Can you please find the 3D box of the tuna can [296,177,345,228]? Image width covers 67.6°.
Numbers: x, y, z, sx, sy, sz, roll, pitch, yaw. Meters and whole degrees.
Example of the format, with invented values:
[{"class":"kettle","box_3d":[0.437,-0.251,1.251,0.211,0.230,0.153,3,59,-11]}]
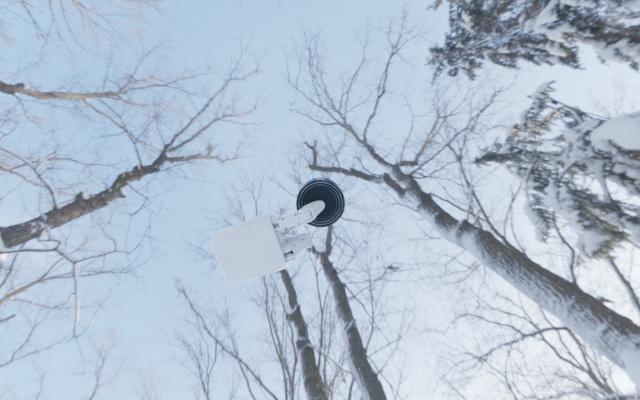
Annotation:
[{"class":"tuna can","box_3d":[0.000,0.003,0.843,0.086,0.086,0.033,0,11,0]}]
